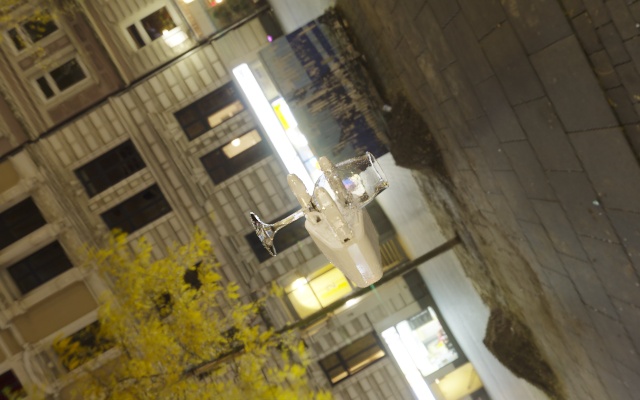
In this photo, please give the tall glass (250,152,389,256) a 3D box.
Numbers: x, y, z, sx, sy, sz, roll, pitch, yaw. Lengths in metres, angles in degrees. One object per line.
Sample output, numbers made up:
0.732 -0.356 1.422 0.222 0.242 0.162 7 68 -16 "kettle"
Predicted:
-0.001 0.003 0.711 0.201 0.079 0.079 -30 -1 1 "tall glass"
